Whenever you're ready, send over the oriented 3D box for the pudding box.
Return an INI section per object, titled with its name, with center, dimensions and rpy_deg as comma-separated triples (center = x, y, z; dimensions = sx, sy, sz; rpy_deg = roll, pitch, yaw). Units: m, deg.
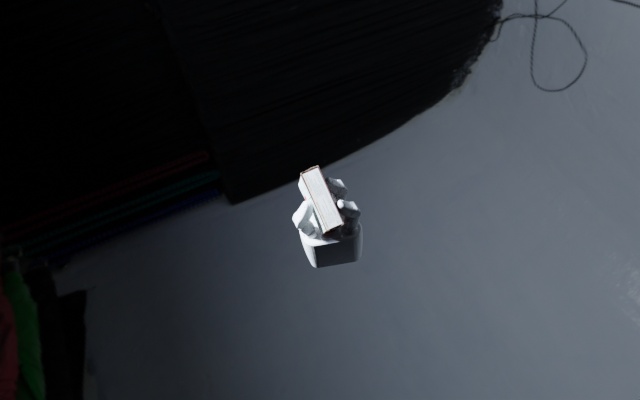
[pudding box]
center = 0.000, 0.003, 0.849
dimensions = 0.039, 0.113, 0.090
rpy_deg = -25, -5, -9
